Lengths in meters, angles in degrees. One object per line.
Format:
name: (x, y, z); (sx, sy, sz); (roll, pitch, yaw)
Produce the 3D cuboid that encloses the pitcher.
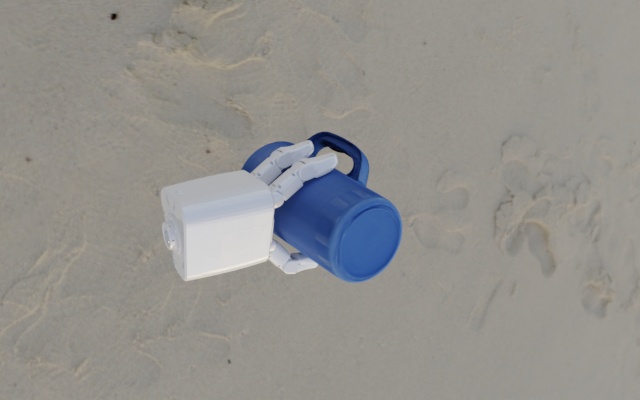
pitcher: (0.000, 0.002, 0.641); (0.145, 0.149, 0.242); (-11, 25, -30)
